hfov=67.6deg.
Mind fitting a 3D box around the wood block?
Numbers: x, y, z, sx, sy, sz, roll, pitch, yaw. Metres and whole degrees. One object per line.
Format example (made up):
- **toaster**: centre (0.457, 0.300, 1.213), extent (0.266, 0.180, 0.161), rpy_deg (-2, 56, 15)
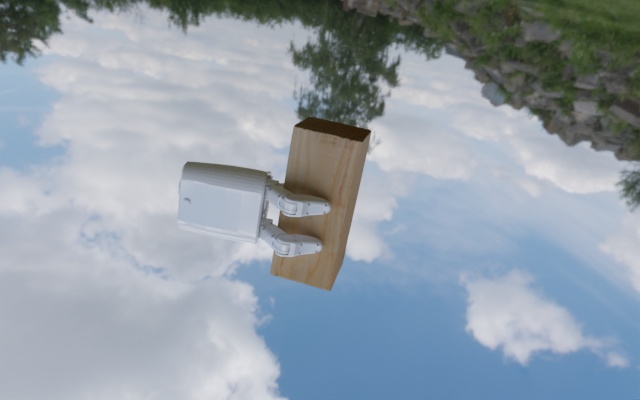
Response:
- **wood block**: centre (0.000, 0.002, 0.645), extent (0.090, 0.206, 0.090), rpy_deg (14, 21, 8)
